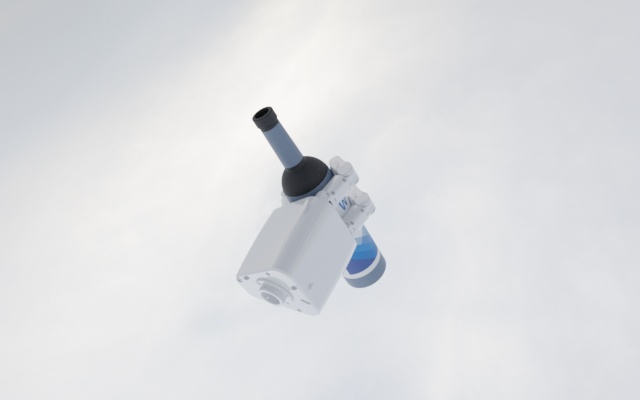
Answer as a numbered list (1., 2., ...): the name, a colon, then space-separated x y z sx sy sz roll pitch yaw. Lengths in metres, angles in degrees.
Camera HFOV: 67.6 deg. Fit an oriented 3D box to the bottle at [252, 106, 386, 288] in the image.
1. bottle: 0.000 0.002 0.626 0.069 0.069 0.296 0 -43 39
